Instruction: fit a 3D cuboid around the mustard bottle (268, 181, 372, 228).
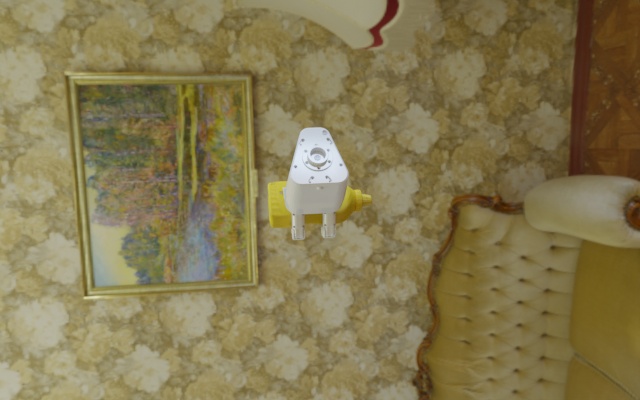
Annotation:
[{"bbox_3d":[0.000,0.003,0.885,0.191,0.058,0.096,-3,41,-7],"label":"mustard bottle"}]
